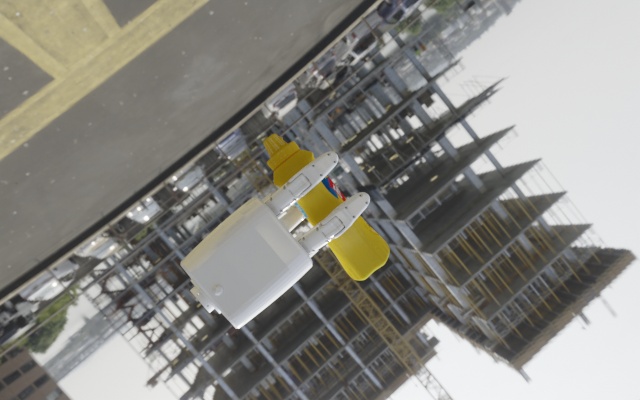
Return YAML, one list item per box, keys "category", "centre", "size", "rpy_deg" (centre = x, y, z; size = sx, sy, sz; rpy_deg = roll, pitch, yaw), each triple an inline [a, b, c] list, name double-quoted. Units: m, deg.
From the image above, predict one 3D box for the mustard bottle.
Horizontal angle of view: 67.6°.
- category: "mustard bottle"
  centre: [0.001, 0.002, 0.559]
  size: [0.058, 0.191, 0.096]
  rpy_deg: [-39, 4, 6]
